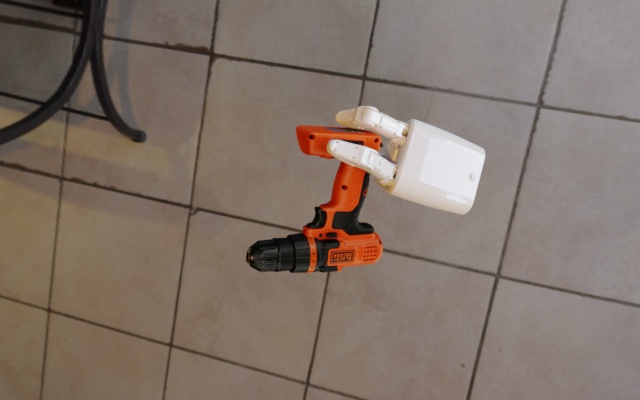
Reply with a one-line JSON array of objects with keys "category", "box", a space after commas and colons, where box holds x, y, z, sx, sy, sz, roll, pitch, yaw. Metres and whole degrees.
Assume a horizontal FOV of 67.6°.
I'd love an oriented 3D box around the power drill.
[{"category": "power drill", "box": [0.000, 0.002, 0.602, 0.184, 0.188, 0.057, -2, 20, -24]}]
